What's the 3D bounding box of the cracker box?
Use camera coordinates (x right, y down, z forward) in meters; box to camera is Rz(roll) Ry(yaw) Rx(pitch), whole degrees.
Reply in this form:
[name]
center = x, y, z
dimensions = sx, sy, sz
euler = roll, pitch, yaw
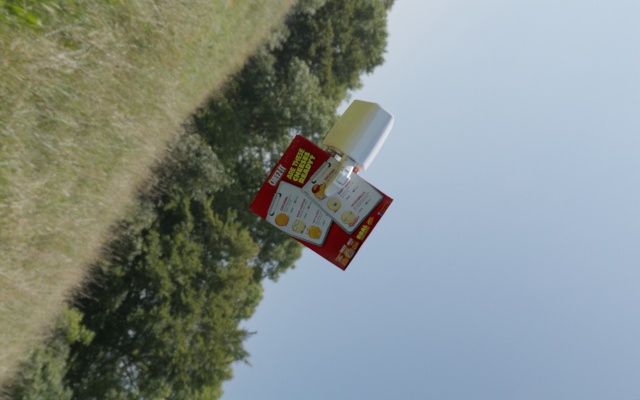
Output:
[cracker box]
center = 0.000, 0.003, 0.887
dimensions = 0.214, 0.164, 0.072
euler = 34, 2, -10
